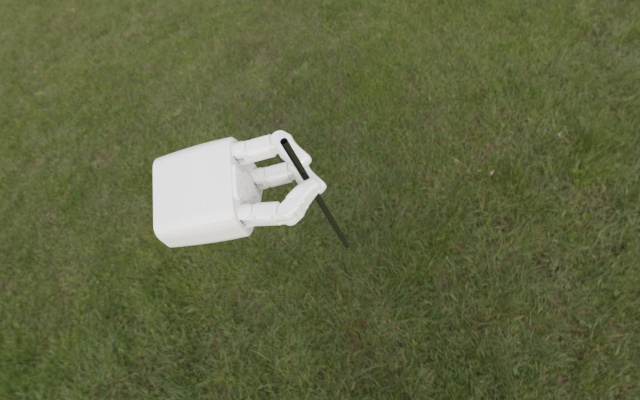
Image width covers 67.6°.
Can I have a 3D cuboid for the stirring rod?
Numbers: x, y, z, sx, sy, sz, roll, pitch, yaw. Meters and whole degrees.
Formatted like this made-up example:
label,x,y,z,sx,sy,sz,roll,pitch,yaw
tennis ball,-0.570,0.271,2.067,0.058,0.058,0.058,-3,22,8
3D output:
label,x,y,z,sx,sy,sz,roll,pitch,yaw
stirring rod,0.000,0.002,0.578,0.011,0.011,0.240,0,-31,21
